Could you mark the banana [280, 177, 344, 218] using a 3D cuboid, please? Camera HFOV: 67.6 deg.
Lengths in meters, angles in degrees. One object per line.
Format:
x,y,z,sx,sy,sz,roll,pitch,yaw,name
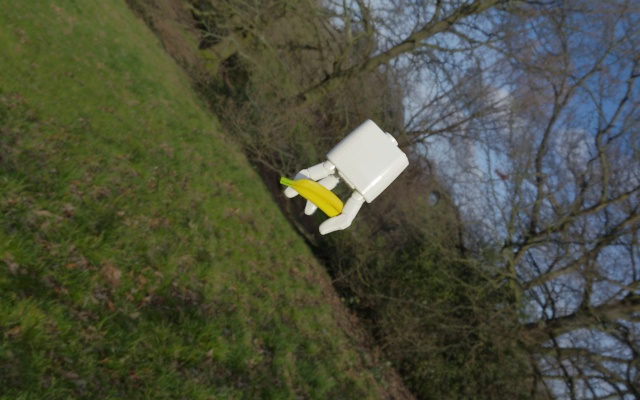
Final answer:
0.011,0.006,0.880,0.069,0.037,0.198,22,-13,44,banana
